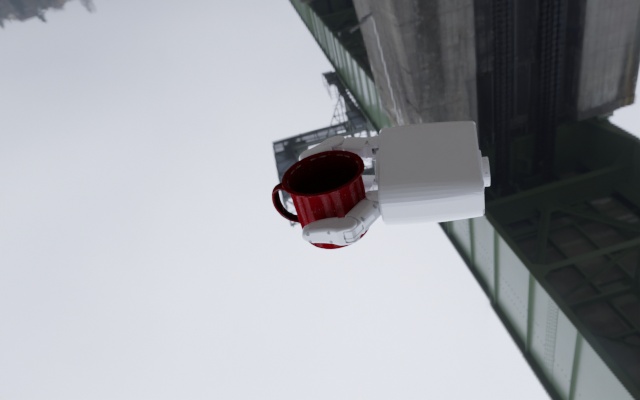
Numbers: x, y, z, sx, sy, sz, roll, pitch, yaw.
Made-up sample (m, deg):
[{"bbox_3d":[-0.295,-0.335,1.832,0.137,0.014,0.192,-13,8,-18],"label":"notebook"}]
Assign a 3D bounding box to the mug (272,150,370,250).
[{"bbox_3d":[-0.001,0.002,0.547,0.117,0.081,0.093,-4,35,18],"label":"mug"}]
